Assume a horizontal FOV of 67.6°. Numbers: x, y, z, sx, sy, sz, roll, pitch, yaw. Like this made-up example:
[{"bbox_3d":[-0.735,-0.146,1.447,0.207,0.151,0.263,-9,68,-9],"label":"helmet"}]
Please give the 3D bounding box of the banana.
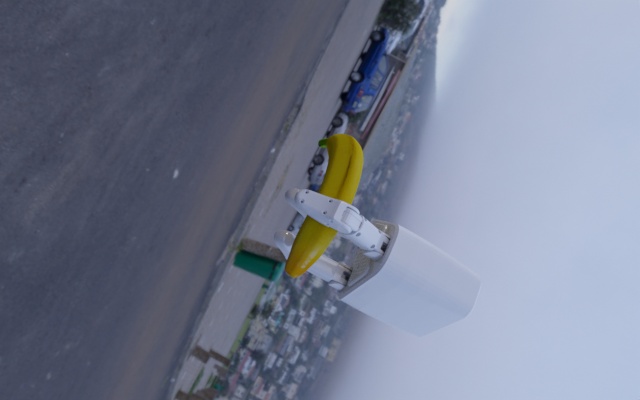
[{"bbox_3d":[0.011,-0.010,0.494,0.037,0.197,0.070,32,-45,-17],"label":"banana"}]
